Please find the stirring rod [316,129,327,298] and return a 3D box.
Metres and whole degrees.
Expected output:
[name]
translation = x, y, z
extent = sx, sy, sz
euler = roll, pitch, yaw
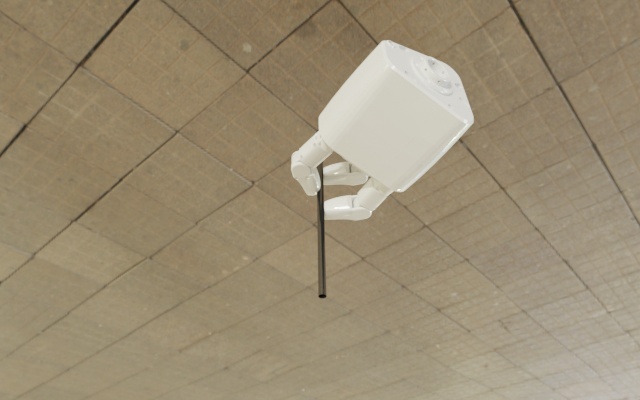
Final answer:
[stirring rod]
translation = 0.000, 0.002, 0.539
extent = 0.011, 0.239, 0.011
euler = -1, -41, -1
